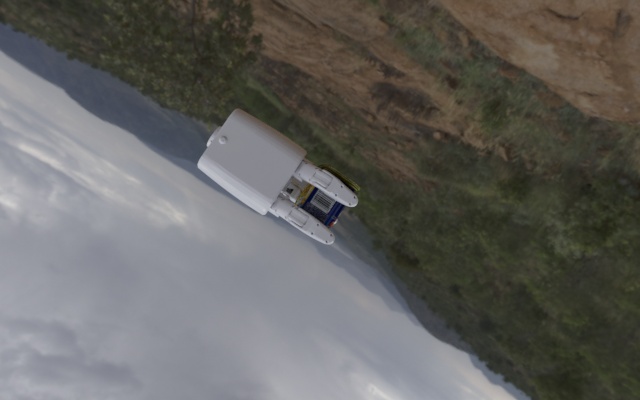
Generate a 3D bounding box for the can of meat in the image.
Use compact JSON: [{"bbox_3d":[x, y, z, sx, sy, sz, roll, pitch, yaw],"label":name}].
[{"bbox_3d":[0.000,0.002,0.644,0.057,0.084,0.102,35,-4,-8],"label":"can of meat"}]
